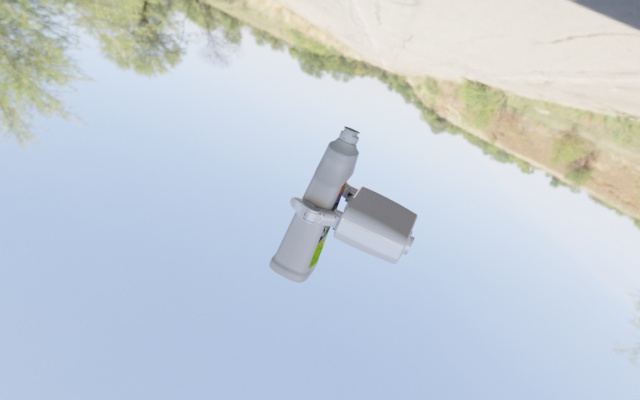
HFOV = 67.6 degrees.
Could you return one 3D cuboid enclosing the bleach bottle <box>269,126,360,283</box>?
[{"bbox_3d":[0.000,0.003,0.768,0.068,0.251,0.102,26,17,10],"label":"bleach bottle"}]
